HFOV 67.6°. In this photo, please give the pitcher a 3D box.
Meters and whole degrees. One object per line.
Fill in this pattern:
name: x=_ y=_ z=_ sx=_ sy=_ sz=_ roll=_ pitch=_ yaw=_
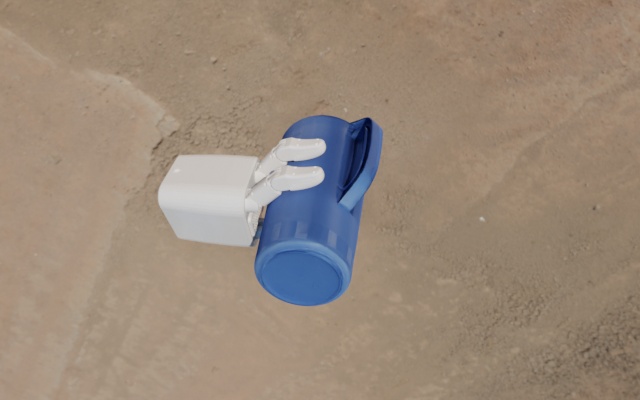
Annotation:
pitcher: x=0.000 y=0.002 z=0.600 sx=0.145 sy=0.149 sz=0.242 roll=4 pitch=41 yaw=5
